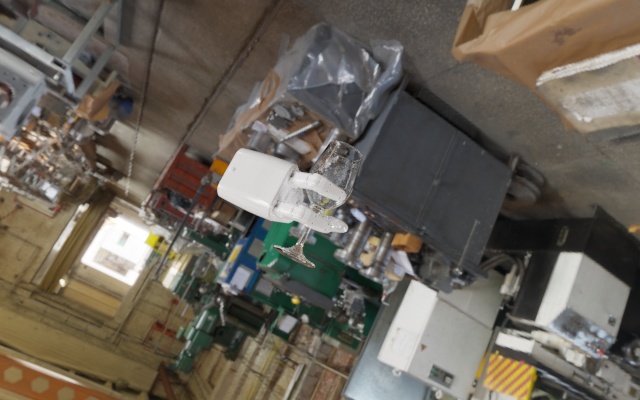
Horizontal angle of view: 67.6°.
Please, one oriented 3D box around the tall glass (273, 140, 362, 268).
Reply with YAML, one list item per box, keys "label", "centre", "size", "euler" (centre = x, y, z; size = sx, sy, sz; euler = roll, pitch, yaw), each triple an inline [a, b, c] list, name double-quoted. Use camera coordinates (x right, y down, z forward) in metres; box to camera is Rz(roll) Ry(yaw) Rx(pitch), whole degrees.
- label: "tall glass"
  centre: [0.000, 0.003, 0.776]
  size: [0.079, 0.201, 0.079]
  euler: [25, -14, 7]
